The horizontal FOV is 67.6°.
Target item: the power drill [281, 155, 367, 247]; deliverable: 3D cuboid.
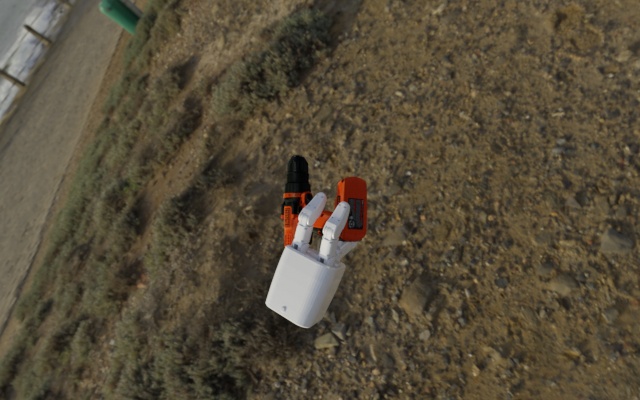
[{"bbox_3d":[0.000,0.003,0.844,0.057,0.184,0.187,2,-4,-38],"label":"power drill"}]
